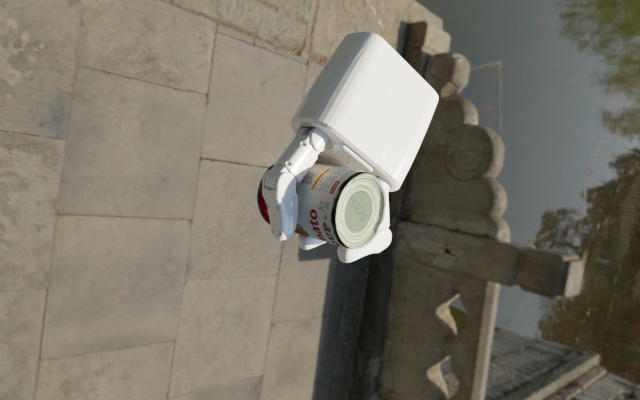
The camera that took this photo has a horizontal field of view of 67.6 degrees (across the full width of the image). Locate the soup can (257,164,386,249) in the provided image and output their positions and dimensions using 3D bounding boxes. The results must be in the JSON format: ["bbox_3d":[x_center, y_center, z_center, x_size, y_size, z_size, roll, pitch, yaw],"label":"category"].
[{"bbox_3d":[0.000,0.002,0.434,0.068,0.068,0.102,0,9,-45],"label":"soup can"}]
